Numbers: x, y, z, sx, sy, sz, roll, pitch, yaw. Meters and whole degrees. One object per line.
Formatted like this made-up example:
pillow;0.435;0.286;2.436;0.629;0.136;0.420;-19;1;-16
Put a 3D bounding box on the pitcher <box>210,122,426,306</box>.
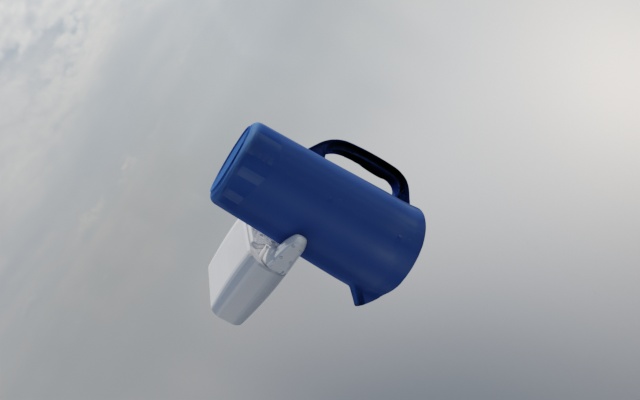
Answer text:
pitcher;0.000;0.002;0.584;0.243;0.145;0.149;31;22;-16
